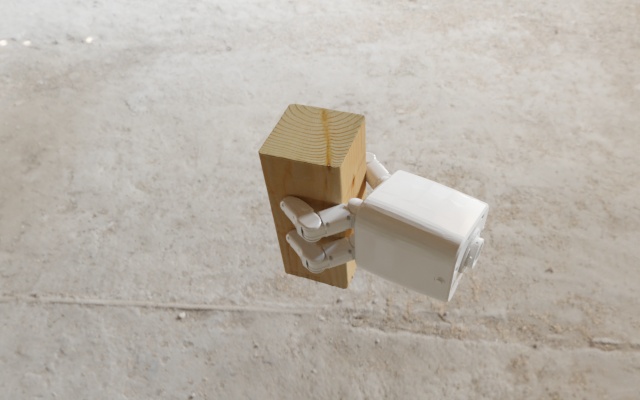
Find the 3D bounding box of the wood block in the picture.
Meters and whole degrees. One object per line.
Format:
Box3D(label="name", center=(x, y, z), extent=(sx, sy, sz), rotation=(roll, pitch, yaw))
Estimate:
Box3D(label="wood block", center=(0.001, 0.002, 0.564), extent=(0.090, 0.206, 0.090), rotation=(12, 49, 17))
